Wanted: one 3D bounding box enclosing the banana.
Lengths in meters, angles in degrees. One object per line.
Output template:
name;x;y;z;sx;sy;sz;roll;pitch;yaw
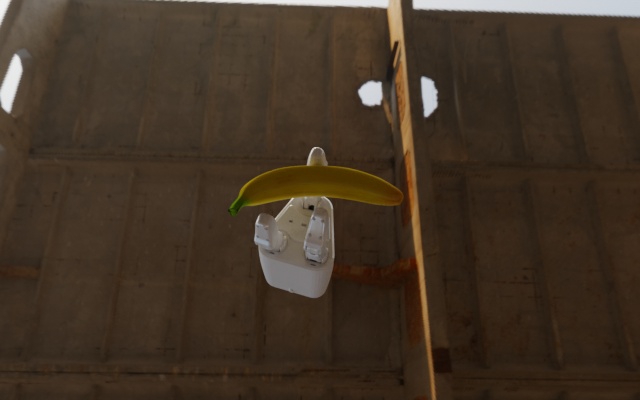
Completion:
banana;-0.006;-0.012;0.553;0.198;0.069;0.037;-5;-38;-8
